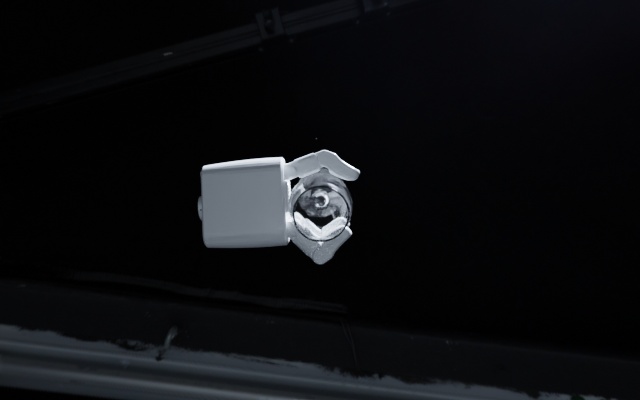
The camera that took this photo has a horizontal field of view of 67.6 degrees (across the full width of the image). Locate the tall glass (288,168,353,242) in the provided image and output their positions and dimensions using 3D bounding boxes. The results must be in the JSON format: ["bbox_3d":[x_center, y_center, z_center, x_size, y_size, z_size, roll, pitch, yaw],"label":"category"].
[{"bbox_3d":[0.000,0.002,0.612,0.079,0.079,0.201,0,7,-1],"label":"tall glass"}]
